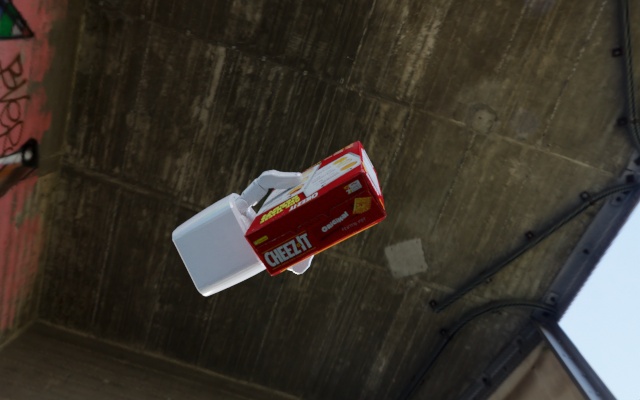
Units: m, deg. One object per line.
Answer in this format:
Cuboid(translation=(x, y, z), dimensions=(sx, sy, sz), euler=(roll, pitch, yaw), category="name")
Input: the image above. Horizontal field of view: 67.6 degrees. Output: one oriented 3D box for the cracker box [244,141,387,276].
Cuboid(translation=(0.000, 0.002, 0.659), dimensions=(0.164, 0.072, 0.213), euler=(-29, 13, 11), category="cracker box")
